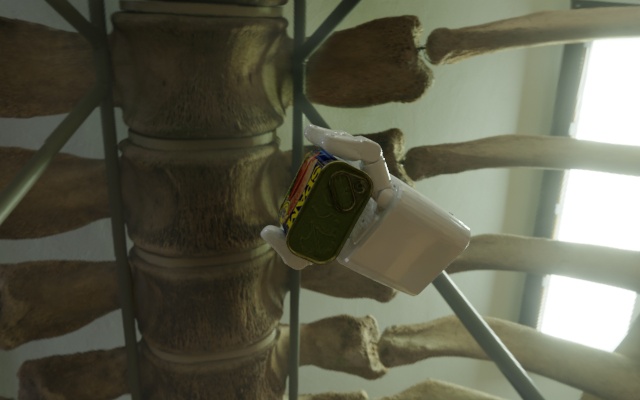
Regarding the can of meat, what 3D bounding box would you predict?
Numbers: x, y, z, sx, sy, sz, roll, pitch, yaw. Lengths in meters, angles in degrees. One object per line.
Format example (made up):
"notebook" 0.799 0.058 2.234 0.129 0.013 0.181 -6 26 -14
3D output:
"can of meat" 0.000 0.002 0.492 0.057 0.102 0.084 25 10 -19
